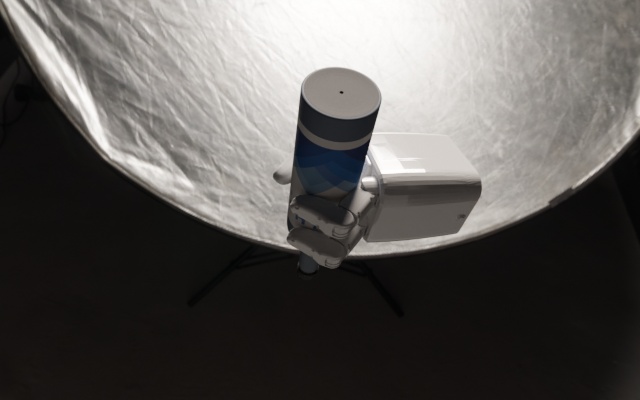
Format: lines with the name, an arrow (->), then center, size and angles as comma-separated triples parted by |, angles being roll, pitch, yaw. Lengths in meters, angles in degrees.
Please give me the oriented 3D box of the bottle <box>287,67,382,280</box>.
bottle -> 0.000, 0.001, 0.500 | 0.069, 0.069, 0.296 | 0, -37, -8
